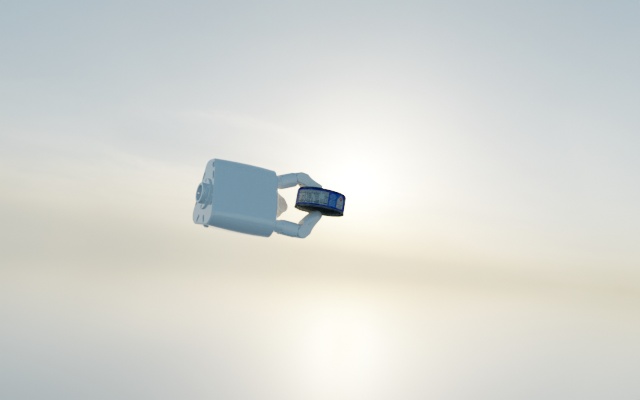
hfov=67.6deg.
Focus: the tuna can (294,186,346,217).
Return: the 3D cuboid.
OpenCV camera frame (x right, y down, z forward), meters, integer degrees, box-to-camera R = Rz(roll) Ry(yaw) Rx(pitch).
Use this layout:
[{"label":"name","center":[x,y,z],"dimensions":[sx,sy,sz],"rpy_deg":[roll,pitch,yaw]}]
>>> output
[{"label":"tuna can","center":[0.000,0.002,0.805],"dimensions":[0.086,0.033,0.086],"rpy_deg":[10,-10,2]}]
